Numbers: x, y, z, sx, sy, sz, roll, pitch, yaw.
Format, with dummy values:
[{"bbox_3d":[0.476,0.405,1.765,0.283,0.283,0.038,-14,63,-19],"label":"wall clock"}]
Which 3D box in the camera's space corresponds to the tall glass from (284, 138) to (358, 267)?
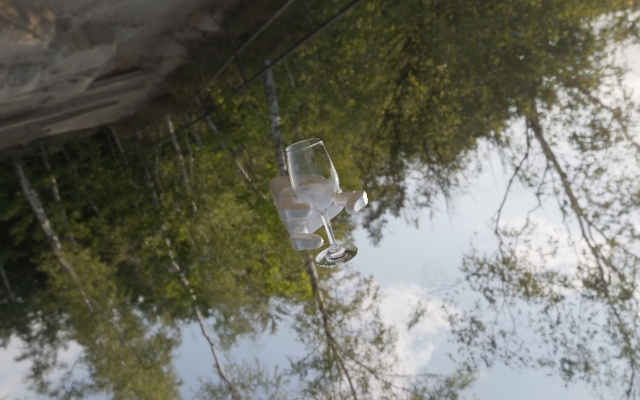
[{"bbox_3d":[0.000,0.003,0.774,0.079,0.201,0.079,-15,19,5],"label":"tall glass"}]
